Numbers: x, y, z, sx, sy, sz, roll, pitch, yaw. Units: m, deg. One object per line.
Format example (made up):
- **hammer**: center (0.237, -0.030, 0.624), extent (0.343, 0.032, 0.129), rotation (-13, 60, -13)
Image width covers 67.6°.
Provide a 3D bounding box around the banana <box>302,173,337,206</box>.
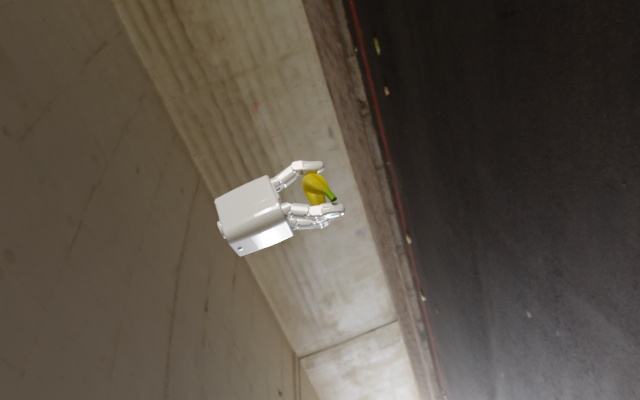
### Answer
- **banana**: center (-0.008, -0.014, 0.882), extent (0.037, 0.069, 0.198), rotation (-26, -4, -6)
